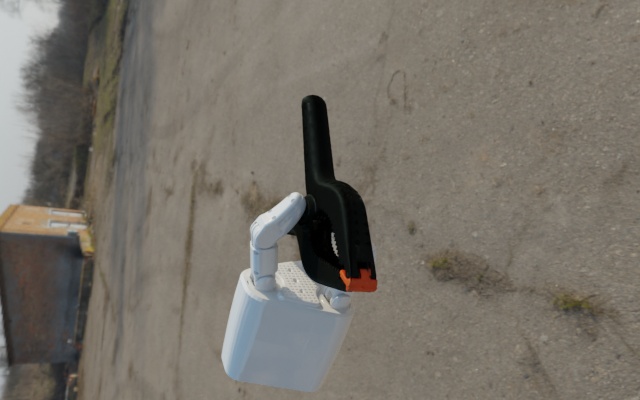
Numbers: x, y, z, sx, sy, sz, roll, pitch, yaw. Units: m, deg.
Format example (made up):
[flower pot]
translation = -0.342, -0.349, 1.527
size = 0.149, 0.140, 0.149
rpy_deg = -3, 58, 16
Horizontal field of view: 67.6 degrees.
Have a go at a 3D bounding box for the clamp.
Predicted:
[clamp]
translation = -0.001, 0.002, 0.447
size = 0.036, 0.165, 0.210
rpy_deg = 6, 24, -28
